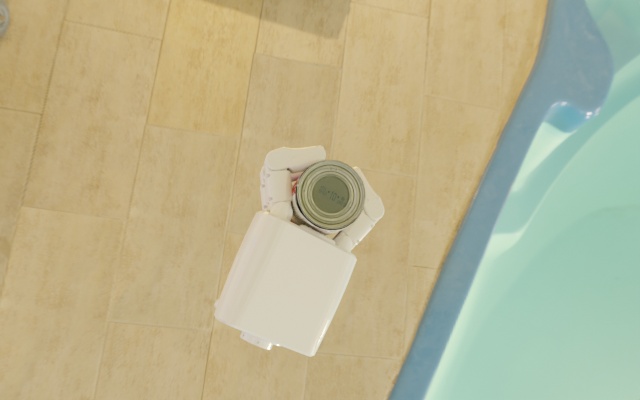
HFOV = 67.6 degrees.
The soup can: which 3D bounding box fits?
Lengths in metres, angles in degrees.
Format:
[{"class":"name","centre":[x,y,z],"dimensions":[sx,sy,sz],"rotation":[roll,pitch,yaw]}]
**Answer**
[{"class":"soup can","centre":[0.000,0.001,0.485],"dimensions":[0.068,0.068,0.102],"rotation":[0,-8,-11]}]
